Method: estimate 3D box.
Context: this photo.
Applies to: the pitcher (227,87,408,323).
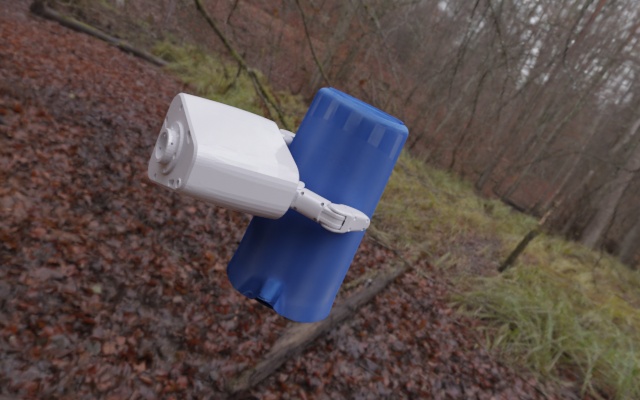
[{"bbox_3d":[0.000,0.002,0.550,0.145,0.243,0.149,15,18,-37],"label":"pitcher"}]
